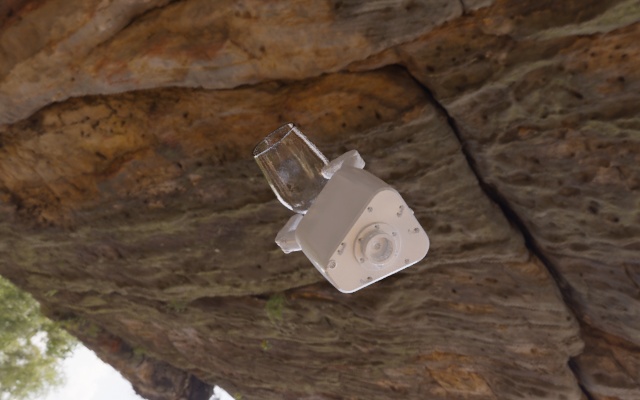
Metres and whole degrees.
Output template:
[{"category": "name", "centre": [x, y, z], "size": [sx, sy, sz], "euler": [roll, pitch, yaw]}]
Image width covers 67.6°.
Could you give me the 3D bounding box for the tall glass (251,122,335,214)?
[{"category": "tall glass", "centre": [0.000, 0.002, 0.590], "size": [0.079, 0.201, 0.079], "euler": [-31, 22, 14]}]
